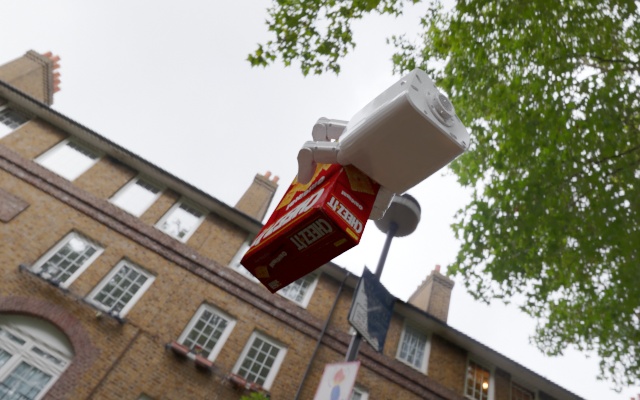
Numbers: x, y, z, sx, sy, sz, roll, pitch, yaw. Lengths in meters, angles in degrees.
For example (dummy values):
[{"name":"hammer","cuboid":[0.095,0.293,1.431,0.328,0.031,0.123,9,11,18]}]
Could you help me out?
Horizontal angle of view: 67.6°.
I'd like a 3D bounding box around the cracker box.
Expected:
[{"name":"cracker box","cuboid":[0.000,0.002,0.640,0.164,0.072,0.213,-36,17,38]}]
